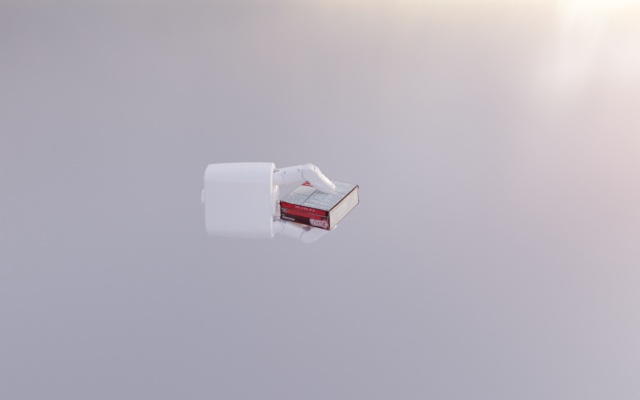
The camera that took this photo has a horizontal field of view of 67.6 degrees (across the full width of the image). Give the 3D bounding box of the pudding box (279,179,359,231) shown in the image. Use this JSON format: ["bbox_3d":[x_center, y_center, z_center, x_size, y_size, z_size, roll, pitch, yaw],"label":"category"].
[{"bbox_3d":[0.000,0.002,0.768,0.090,0.039,0.113,13,31,25],"label":"pudding box"}]
